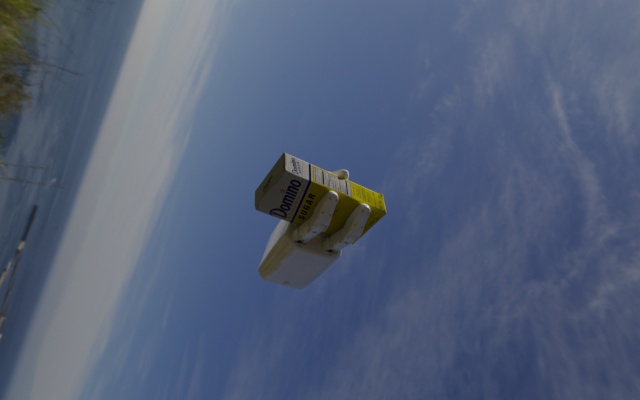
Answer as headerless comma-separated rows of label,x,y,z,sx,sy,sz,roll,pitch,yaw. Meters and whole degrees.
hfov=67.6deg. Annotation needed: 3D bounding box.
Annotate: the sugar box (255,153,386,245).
sugar box,0.000,0.003,0.711,0.176,0.048,0.093,19,-47,-26
